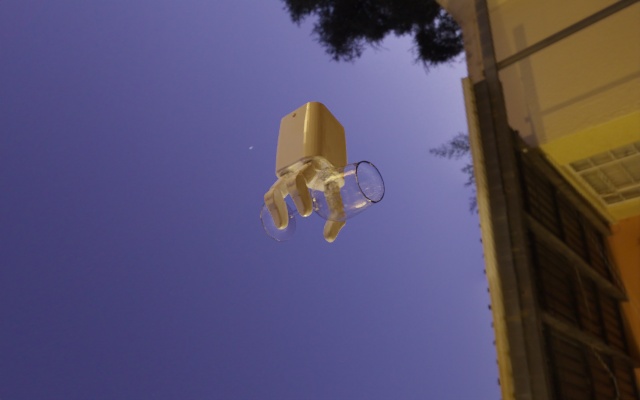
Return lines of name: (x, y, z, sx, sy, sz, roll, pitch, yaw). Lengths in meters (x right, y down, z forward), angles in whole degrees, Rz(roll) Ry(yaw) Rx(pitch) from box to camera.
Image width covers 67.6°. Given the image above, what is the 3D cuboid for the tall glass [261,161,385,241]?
tall glass: (0.000, 0.003, 0.727, 0.201, 0.079, 0.079, -22, -15, 41)
